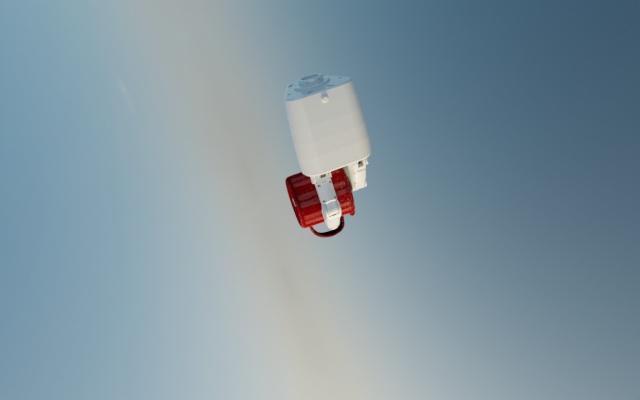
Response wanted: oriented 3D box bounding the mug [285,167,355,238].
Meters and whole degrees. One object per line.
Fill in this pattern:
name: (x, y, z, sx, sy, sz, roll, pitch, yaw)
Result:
mug: (0.000, 0.004, 0.719, 0.081, 0.117, 0.093, -19, 24, -8)
